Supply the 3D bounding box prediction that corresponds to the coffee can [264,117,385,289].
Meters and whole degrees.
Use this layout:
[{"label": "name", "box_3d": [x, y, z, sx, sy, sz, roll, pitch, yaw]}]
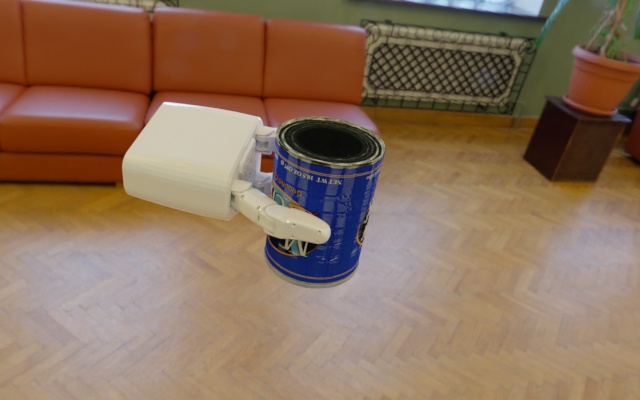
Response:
[{"label": "coffee can", "box_3d": [0.000, 0.002, 0.476, 0.103, 0.140, 0.102, 7, 32, -4]}]
